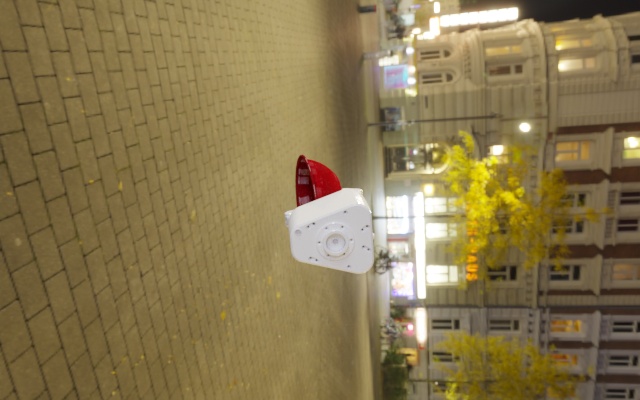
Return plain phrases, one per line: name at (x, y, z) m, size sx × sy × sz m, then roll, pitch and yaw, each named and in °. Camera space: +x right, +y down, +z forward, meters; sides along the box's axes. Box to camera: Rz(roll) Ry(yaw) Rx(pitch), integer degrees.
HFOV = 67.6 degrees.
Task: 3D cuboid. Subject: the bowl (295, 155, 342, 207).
bowl at (0.000, 0.002, 0.793) m, size 0.055 × 0.162 × 0.162 m, roll -7°, pitch 1°, yaw -13°
